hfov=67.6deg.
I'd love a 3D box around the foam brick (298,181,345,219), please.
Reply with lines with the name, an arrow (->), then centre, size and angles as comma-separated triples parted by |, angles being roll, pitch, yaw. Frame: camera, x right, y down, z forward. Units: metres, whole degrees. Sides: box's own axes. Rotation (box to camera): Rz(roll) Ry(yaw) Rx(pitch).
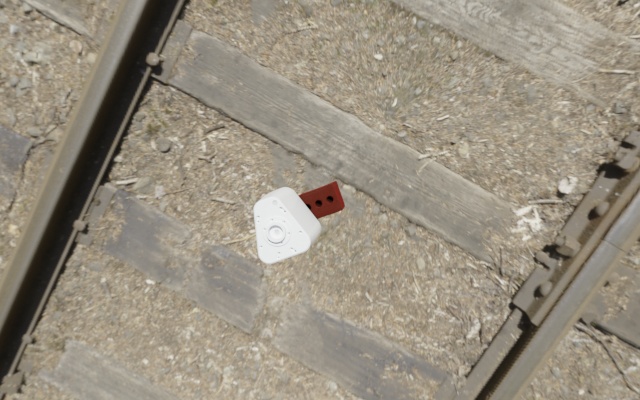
foam brick -> 0.000, 0.003, 0.885 | 0.078, 0.053, 0.051 | -21, 4, 10
